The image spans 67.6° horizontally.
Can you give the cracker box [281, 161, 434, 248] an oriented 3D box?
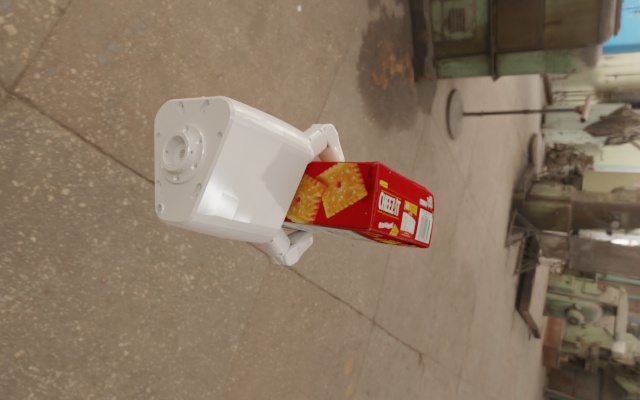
[{"bbox_3d":[0.000,0.002,0.538,0.213,0.072,0.164,5,-7,33],"label":"cracker box"}]
